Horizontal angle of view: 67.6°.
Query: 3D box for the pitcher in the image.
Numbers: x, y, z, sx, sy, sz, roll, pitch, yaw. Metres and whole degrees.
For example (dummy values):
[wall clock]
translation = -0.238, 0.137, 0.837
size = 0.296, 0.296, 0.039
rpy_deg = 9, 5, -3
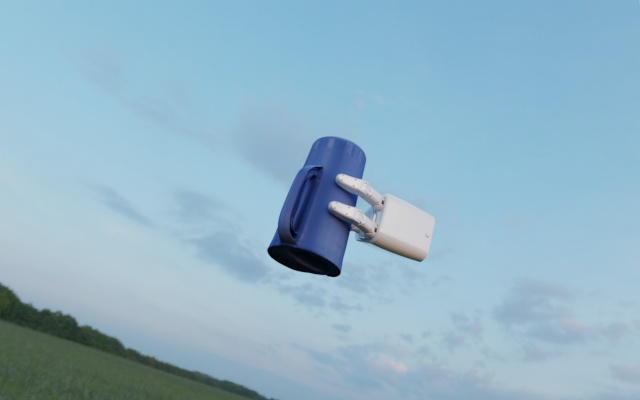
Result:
[pitcher]
translation = 0.000, 0.003, 0.856
size = 0.145, 0.242, 0.149
rpy_deg = 24, -25, -13
